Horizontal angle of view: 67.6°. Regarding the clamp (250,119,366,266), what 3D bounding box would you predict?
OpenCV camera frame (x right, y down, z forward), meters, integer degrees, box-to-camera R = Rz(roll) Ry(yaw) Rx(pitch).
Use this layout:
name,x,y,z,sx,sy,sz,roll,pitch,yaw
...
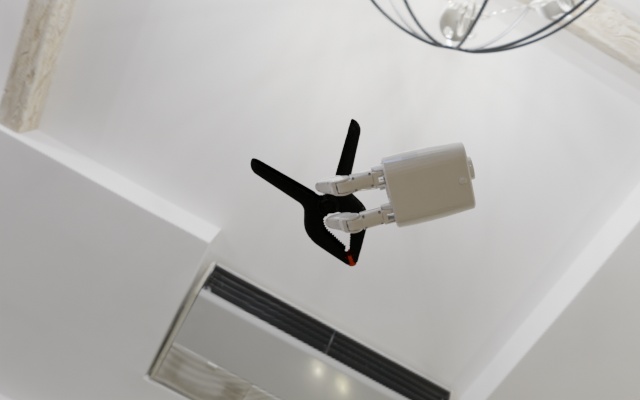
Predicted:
name,x,y,z,sx,sy,sz,roll,pitch,yaw
clamp,0.001,0.002,0.693,0.164,0.210,0.036,-13,17,11
